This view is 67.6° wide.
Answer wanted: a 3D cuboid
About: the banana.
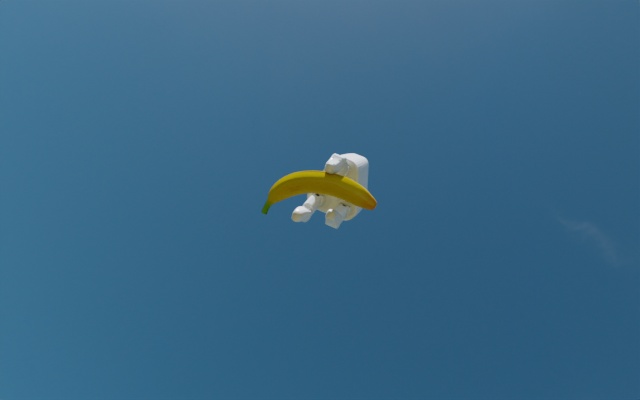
[{"bbox_3d":[-0.005,-0.016,0.791,0.198,0.069,0.037,-3,5,18],"label":"banana"}]
